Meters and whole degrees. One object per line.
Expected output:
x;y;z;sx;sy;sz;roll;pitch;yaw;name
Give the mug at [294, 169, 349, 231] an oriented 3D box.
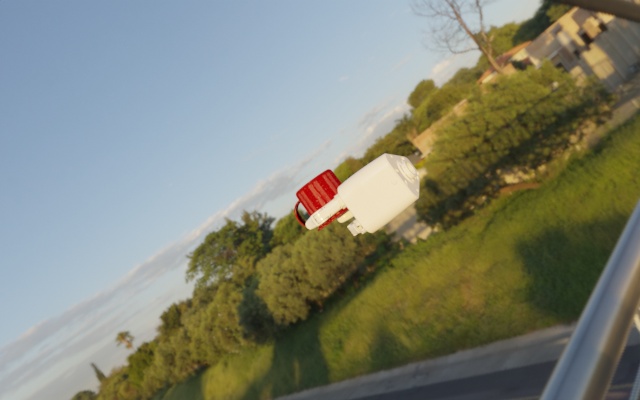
-0.001;0.003;0.881;0.117;0.081;0.093;-37;-2;26;mug
